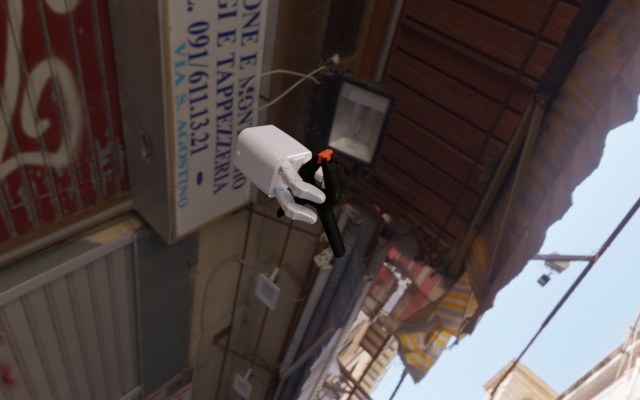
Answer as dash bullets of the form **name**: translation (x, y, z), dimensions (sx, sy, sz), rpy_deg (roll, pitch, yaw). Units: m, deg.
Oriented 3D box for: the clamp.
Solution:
- **clamp**: translation (0.001, 0.002, 0.873), dimensions (0.164, 0.210, 0.036), rpy_deg (37, 46, 17)
